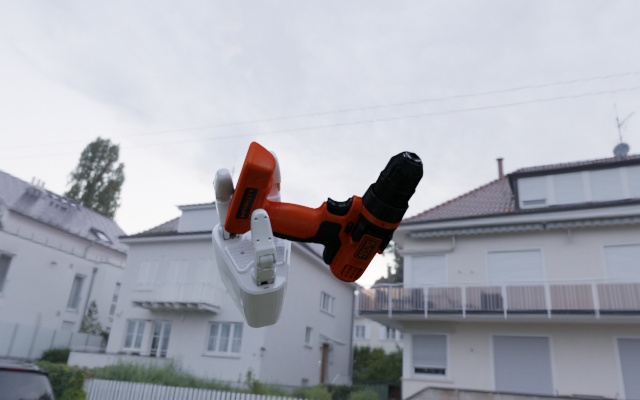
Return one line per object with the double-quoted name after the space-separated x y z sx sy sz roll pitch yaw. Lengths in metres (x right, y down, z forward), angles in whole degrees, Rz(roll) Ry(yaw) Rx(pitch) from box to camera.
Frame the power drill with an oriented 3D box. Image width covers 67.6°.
0.000 0.002 0.529 0.187 0.184 0.057 19 32 -12 "power drill"
